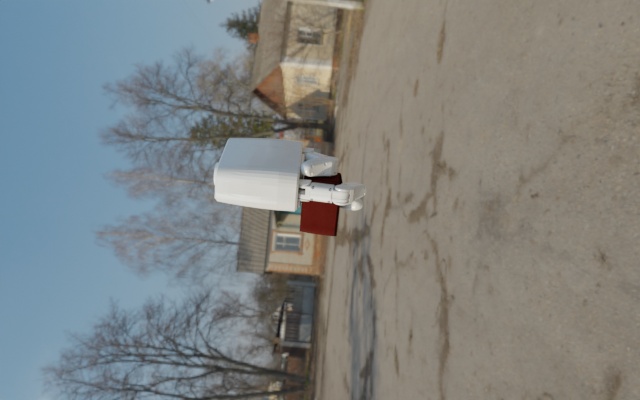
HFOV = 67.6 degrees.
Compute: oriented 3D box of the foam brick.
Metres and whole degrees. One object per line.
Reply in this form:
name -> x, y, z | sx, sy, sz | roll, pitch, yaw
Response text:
foam brick -> 0.000, 0.002, 0.655 | 0.051, 0.078, 0.053 | 5, 17, -2
